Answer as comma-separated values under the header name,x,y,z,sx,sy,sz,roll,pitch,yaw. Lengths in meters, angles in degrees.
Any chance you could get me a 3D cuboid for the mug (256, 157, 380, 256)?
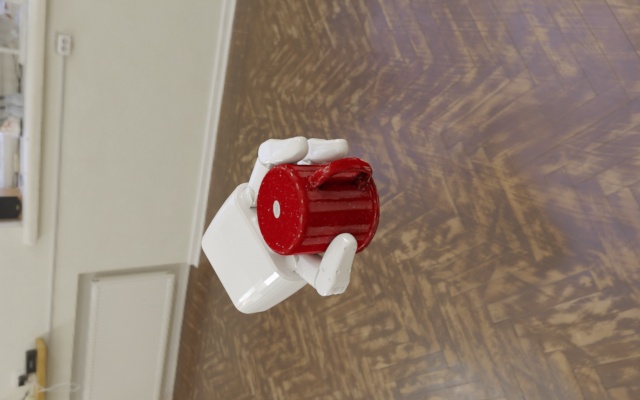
name,x,y,z,sx,sy,sz,roll,pitch,yaw
mug,0.001,0.001,0.433,0.081,0.093,0.117,-1,-31,-37
